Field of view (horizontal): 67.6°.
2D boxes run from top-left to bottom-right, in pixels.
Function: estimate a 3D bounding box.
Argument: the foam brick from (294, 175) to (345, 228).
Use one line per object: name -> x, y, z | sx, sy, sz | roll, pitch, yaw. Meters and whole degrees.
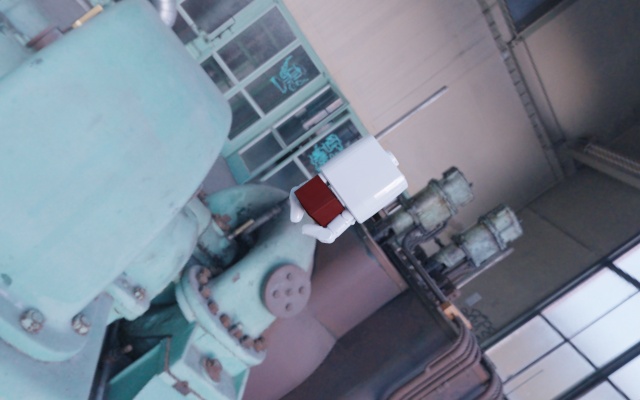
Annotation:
foam brick -> 0.000, 0.003, 0.790 | 0.051, 0.053, 0.078 | -36, -25, 3
